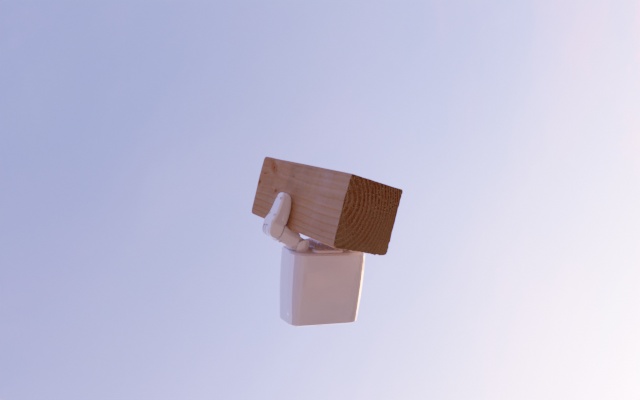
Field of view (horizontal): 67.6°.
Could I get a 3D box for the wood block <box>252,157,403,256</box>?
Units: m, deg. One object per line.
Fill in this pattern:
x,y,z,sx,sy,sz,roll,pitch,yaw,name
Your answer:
0.000,0.002,0.654,0.091,0.090,0.206,13,2,-37,wood block
